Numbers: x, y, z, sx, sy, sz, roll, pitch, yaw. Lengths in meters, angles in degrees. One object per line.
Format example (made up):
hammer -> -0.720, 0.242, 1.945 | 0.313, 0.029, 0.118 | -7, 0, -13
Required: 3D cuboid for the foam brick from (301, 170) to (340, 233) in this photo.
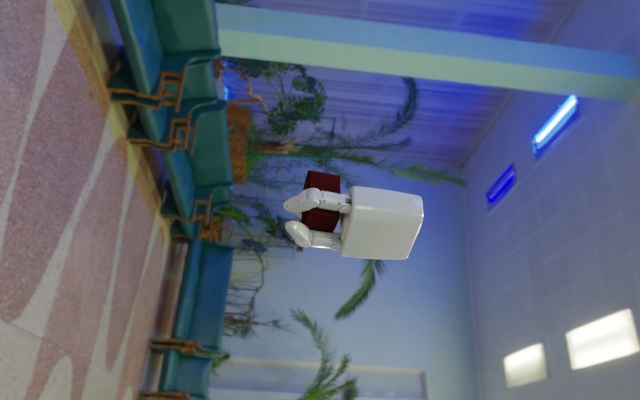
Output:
foam brick -> 0.000, 0.002, 0.731 | 0.051, 0.078, 0.053 | 7, -31, -8
